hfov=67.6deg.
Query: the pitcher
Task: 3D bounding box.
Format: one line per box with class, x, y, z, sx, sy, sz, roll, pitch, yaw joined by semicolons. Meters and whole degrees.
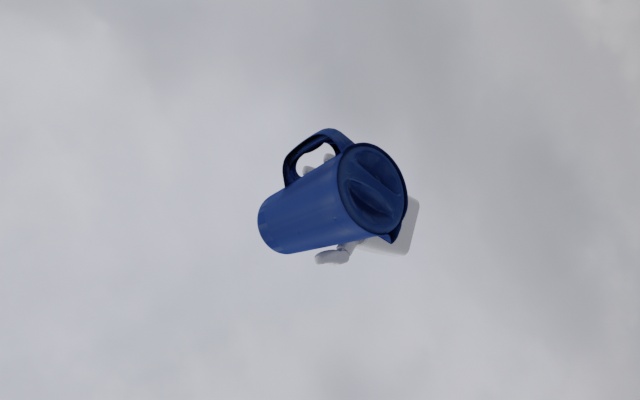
pitcher;0.000;0.003;0.738;0.145;0.149;0.243;18;-25;-34
